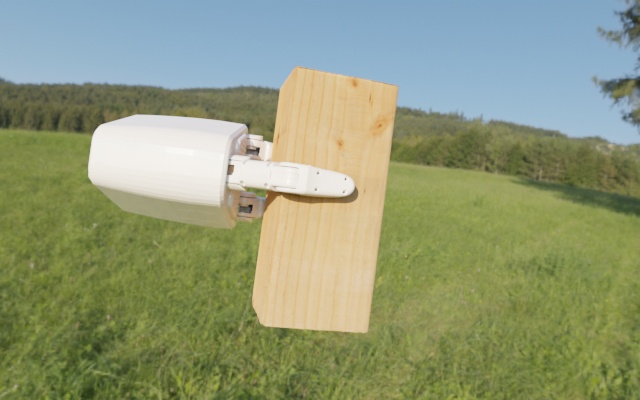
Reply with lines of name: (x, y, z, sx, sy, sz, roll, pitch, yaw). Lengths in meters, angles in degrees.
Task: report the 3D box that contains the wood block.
wood block: (0.000, 0.001, 0.424, 0.090, 0.206, 0.091, 7, -1, -13)
